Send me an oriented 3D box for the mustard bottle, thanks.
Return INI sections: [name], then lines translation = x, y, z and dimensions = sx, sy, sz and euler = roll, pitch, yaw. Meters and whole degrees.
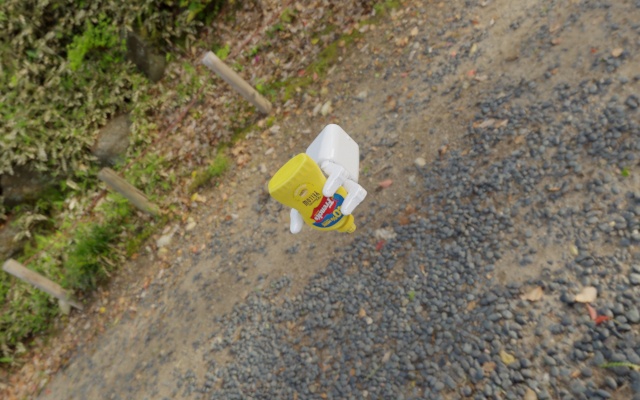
[mustard bottle]
translation = 0.000, 0.003, 0.892
dimensions = 0.192, 0.096, 0.058
euler = 41, 14, -31
